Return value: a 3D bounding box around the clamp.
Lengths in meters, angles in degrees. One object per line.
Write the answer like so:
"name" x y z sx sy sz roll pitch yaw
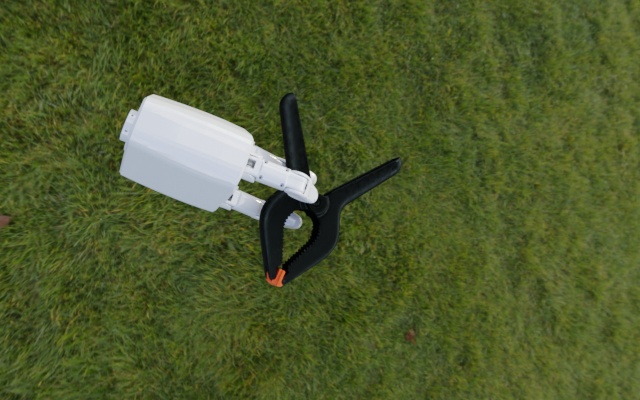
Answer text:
"clamp" 0.000 0.002 0.545 0.164 0.210 0.036 21 -11 -16
